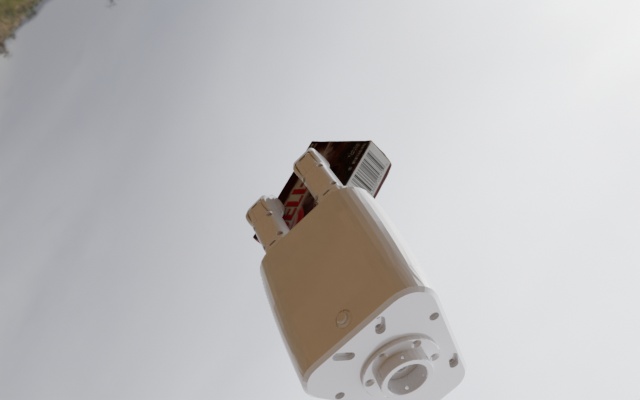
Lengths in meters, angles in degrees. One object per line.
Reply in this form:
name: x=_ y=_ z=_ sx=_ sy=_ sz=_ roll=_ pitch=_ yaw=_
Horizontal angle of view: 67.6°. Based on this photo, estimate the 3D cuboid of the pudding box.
pudding box: x=0.000 y=0.001 z=0.419 sx=0.039 sy=0.113 sz=0.090 roll=42 pitch=-18 yaw=-31
